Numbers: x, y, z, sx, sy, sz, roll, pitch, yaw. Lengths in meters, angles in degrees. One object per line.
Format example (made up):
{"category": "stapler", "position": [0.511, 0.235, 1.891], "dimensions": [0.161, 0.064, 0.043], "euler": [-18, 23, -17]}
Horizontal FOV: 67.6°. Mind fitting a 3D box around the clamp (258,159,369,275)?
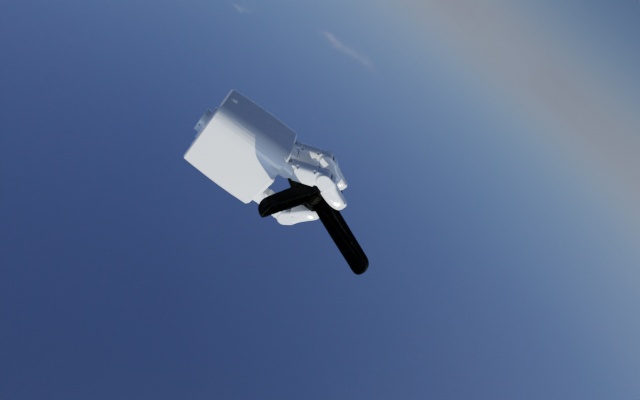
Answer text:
{"category": "clamp", "position": [-0.001, 0.002, 0.654], "dimensions": [0.164, 0.036, 0.209], "euler": [38, 27, -17]}
